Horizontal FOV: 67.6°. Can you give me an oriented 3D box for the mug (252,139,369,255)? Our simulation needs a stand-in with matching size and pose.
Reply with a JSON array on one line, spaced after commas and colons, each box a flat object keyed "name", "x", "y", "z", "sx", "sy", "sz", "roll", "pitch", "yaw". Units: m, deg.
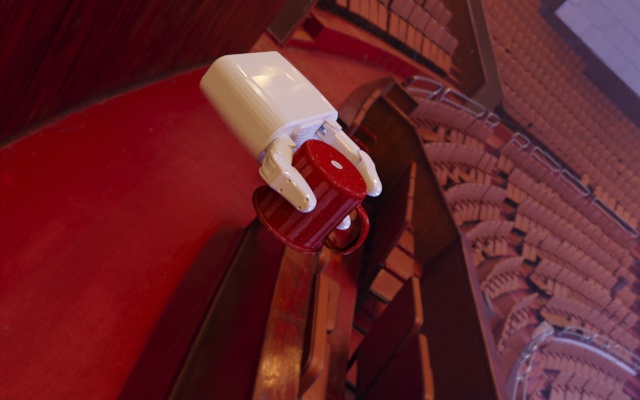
[{"name": "mug", "x": 0.001, "y": 0.002, "z": 0.478, "sx": 0.081, "sy": 0.117, "sz": 0.093, "roll": -47, "pitch": -12, "yaw": 24}]
